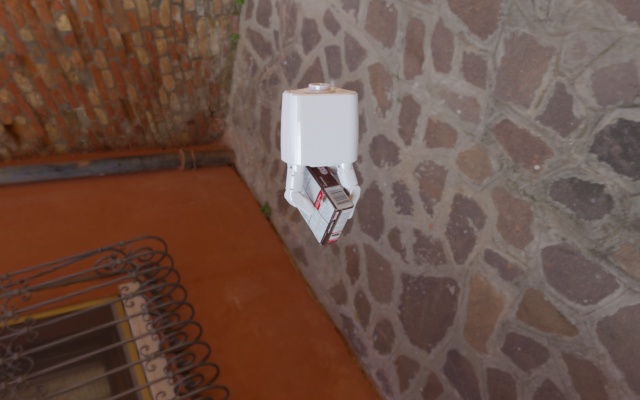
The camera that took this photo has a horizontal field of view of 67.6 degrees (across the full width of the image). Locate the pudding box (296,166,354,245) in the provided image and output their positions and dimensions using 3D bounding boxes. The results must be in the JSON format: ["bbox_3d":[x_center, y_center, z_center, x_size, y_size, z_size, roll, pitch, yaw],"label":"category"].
[{"bbox_3d":[0.000,0.003,0.790,0.039,0.113,0.090,-11,-39,-30],"label":"pudding box"}]
